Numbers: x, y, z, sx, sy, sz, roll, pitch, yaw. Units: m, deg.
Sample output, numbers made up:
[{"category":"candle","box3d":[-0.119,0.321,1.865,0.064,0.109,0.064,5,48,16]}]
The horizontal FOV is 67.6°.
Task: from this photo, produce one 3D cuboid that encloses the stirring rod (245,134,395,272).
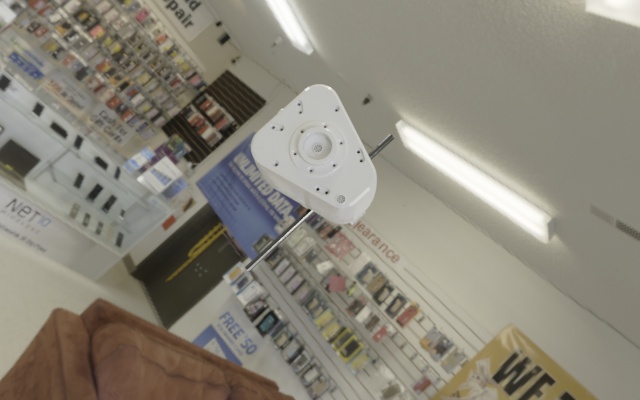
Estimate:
[{"category":"stirring rod","box3d":[0.000,0.002,0.581,0.239,0.011,0.011,-43,3,-4]}]
